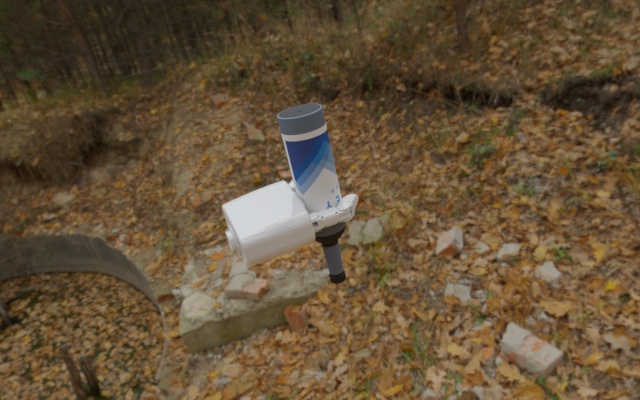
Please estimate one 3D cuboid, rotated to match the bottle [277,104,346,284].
[{"bbox_3d":[0.000,0.002,0.741,0.069,0.296,0.069,-11,25,5],"label":"bottle"}]
